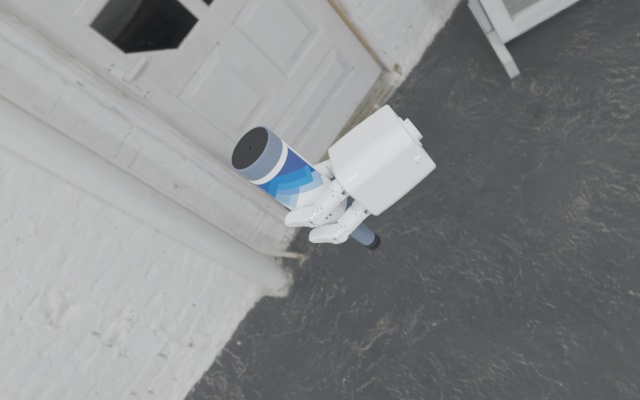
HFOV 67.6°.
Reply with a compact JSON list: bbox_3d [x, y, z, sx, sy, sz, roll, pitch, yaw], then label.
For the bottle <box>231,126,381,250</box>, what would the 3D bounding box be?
[{"bbox_3d":[0.000,0.002,0.687,0.069,0.069,0.296,0,-27,42],"label":"bottle"}]
